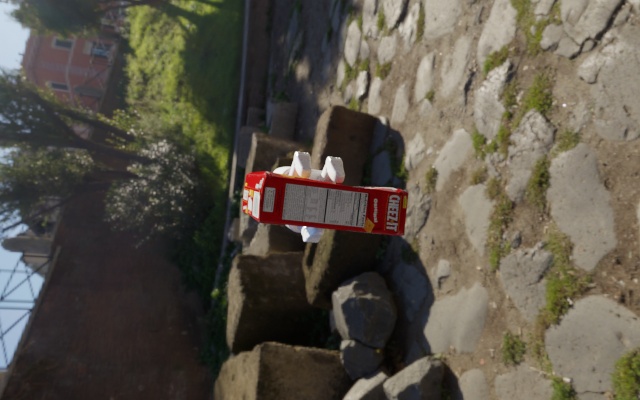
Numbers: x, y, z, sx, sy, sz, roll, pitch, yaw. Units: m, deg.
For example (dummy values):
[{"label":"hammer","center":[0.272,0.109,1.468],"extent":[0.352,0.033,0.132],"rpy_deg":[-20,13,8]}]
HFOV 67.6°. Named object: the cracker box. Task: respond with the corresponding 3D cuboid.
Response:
[{"label":"cracker box","center":[0.000,0.003,0.724],"extent":[0.214,0.072,0.164],"rpy_deg":[6,2,-17]}]
